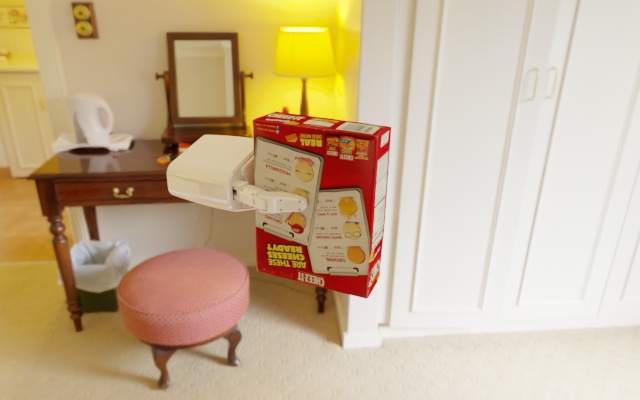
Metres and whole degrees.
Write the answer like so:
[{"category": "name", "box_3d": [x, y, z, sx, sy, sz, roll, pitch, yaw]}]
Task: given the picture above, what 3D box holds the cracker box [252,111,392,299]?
[{"category": "cracker box", "box_3d": [0.000, 0.002, 0.617, 0.164, 0.214, 0.072, 11, 24, 22]}]
